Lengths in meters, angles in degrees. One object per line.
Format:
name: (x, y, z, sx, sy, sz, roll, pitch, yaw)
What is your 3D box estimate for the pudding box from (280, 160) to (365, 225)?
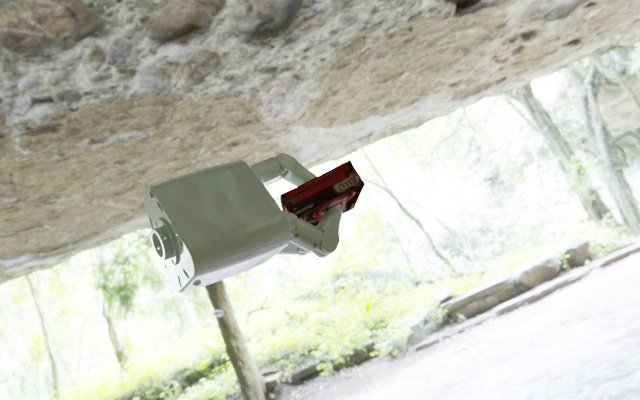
pudding box: (0.000, 0.002, 0.565, 0.090, 0.039, 0.113, -26, -10, -8)
